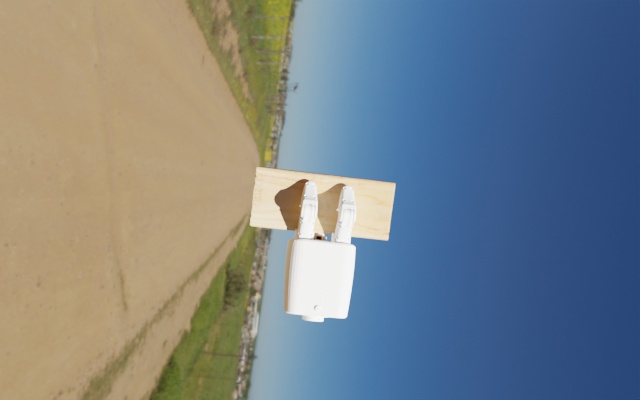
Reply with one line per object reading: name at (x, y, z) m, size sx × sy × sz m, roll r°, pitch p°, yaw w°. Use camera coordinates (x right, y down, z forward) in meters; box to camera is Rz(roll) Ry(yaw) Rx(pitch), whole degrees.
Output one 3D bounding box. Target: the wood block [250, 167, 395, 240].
wood block at (0.000, 0.003, 0.742) m, size 0.206 × 0.090 × 0.091 m, roll 7°, pitch 3°, yaw -6°
